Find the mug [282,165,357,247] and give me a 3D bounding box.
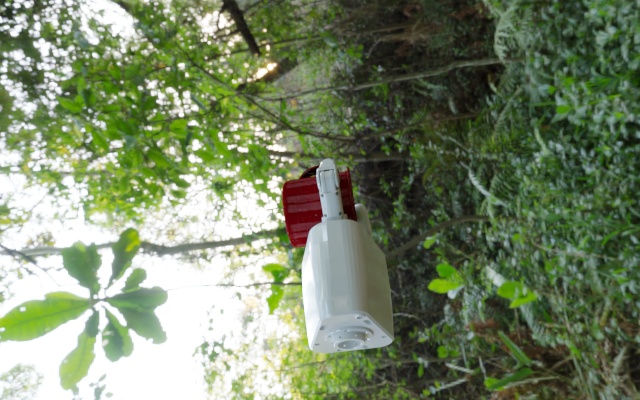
[{"bbox_3d":[0.000,0.001,0.580,0.081,0.117,0.093,-8,-38,4],"label":"mug"}]
